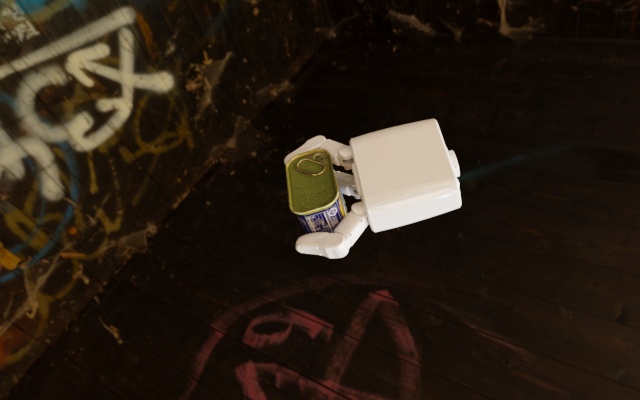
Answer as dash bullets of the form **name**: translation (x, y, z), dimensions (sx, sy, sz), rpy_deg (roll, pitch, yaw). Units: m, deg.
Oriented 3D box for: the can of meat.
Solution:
- **can of meat**: translation (0.000, 0.002, 0.581), dimensions (0.057, 0.102, 0.084), rpy_deg (-17, -46, 7)
